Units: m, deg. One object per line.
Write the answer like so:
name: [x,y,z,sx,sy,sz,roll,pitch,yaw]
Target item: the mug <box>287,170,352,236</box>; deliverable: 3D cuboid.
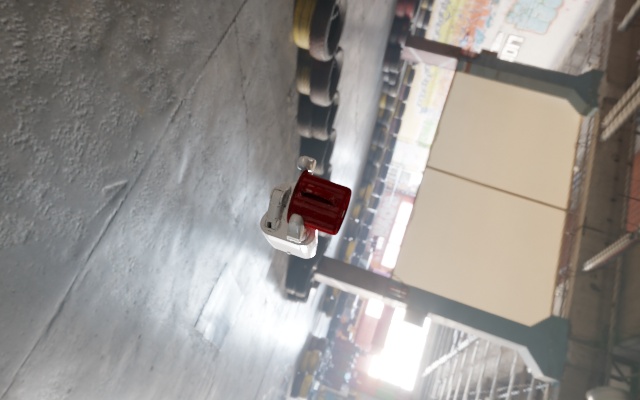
mug: [0.000,0.002,0.752,0.081,0.093,0.117,19,-18,9]
